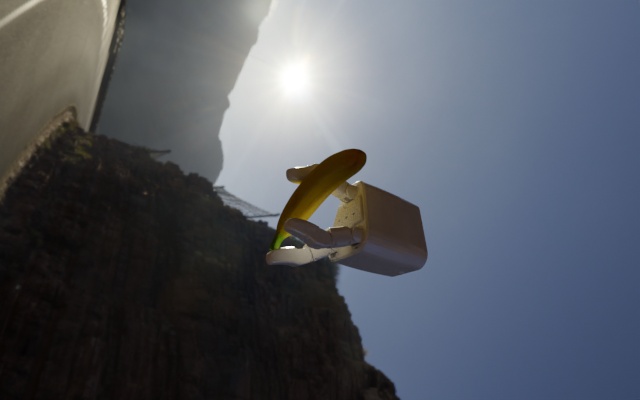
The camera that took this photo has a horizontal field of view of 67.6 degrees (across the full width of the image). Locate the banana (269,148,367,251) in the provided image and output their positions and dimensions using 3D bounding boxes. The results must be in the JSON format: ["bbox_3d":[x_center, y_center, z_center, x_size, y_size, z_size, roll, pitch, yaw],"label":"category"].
[{"bbox_3d":[-0.002,-0.009,0.597,0.037,0.069,0.198,23,-49,-23],"label":"banana"}]
